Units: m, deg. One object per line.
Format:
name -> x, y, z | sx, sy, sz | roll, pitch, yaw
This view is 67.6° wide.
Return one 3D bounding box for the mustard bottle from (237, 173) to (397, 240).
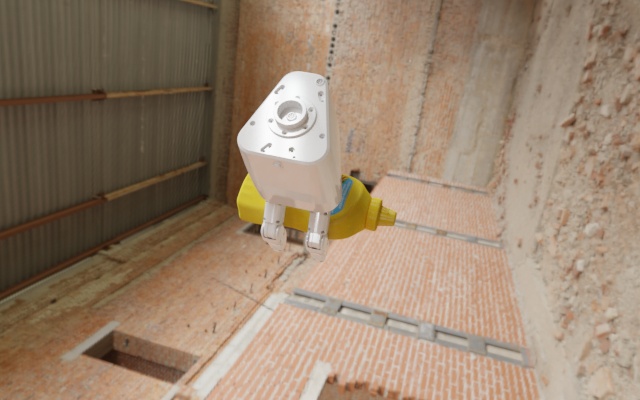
mustard bottle -> 0.000, 0.002, 0.602 | 0.191, 0.058, 0.096 | 12, 44, 12
